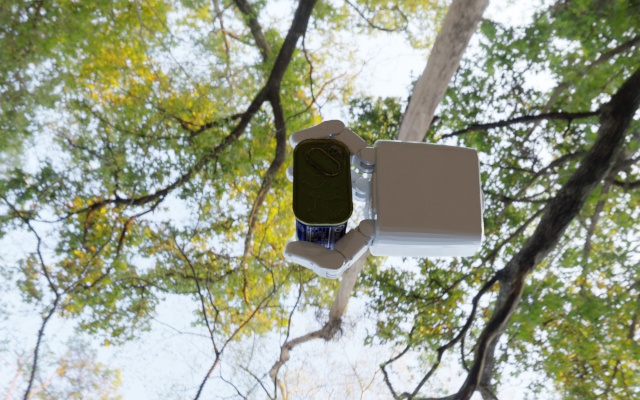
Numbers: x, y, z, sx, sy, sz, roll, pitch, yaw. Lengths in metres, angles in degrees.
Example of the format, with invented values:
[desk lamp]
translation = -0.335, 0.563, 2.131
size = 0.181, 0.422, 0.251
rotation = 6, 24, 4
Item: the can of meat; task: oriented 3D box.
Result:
[can of meat]
translation = 0.000, 0.002, 0.494
size = 0.057, 0.102, 0.084
rotation = 0, -33, -3
